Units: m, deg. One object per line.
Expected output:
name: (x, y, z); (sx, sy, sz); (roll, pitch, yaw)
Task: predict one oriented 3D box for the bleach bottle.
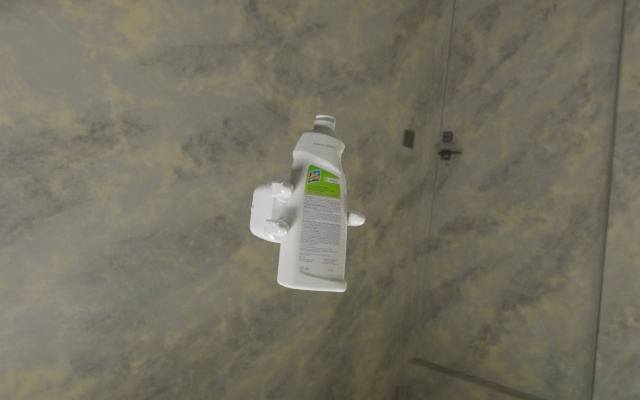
bleach bottle: (0.000, 0.002, 0.702); (0.102, 0.251, 0.068); (9, -4, -26)
